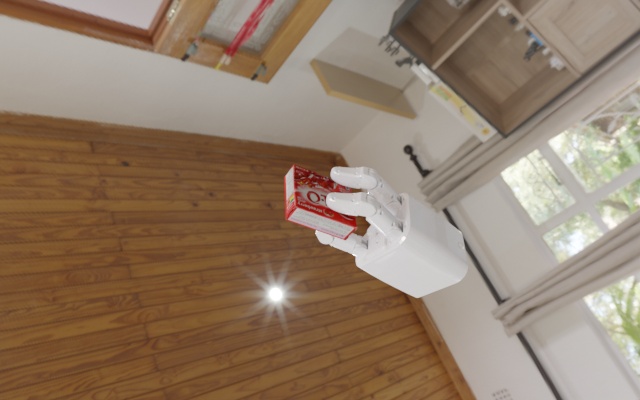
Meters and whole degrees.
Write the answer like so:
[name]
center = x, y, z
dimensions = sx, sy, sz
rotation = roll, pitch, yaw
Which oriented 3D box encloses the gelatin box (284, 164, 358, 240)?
[gelatin box]
center = 0.000, 0.002, 0.592
dimensions = 0.089, 0.073, 0.030
rotation = 20, -49, -24
